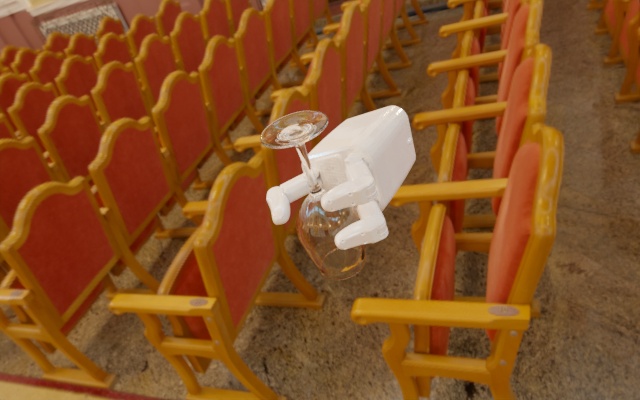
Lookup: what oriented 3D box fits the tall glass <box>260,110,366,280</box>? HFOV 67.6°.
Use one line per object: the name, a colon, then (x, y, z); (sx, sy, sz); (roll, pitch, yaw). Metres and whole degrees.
tall glass: (0.000, 0.001, 0.553); (0.079, 0.201, 0.079); (-13, 34, 9)
